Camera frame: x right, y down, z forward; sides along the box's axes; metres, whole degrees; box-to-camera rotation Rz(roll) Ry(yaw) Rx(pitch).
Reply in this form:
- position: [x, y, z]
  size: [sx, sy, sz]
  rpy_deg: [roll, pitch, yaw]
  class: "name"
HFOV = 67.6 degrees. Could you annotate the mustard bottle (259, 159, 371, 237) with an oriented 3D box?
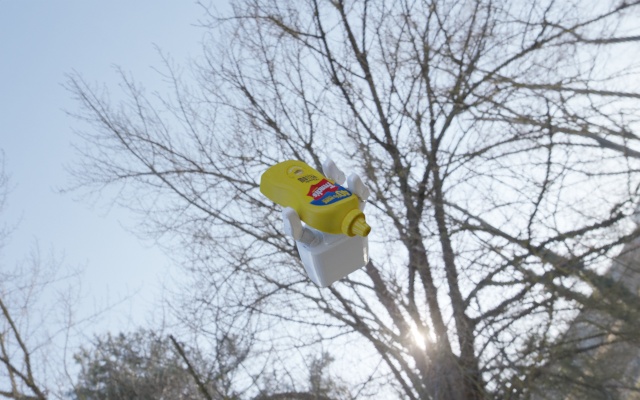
- position: [0.000, 0.002, 0.728]
  size: [0.096, 0.058, 0.191]
  rpy_deg: [-20, 42, -42]
  class: "mustard bottle"
